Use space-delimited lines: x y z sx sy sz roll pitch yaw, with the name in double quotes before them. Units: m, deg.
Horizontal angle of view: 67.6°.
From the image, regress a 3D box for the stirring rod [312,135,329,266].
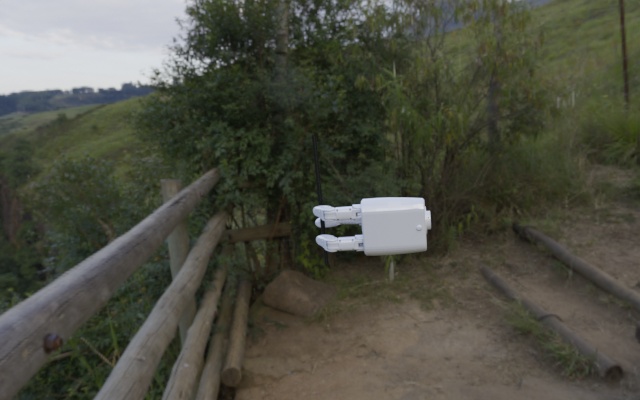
"stirring rod" 0.000 0.003 0.863 0.011 0.239 0.011 -5 12 1
